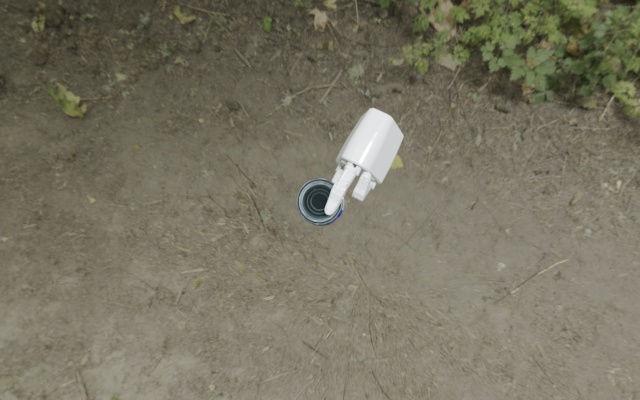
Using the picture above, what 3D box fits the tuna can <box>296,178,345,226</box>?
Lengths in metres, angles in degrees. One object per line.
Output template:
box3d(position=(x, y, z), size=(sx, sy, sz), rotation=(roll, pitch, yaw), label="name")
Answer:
box3d(position=(0.000, 0.003, 0.864), size=(0.086, 0.086, 0.034), rotation=(0, -4, 8), label="tuna can")
